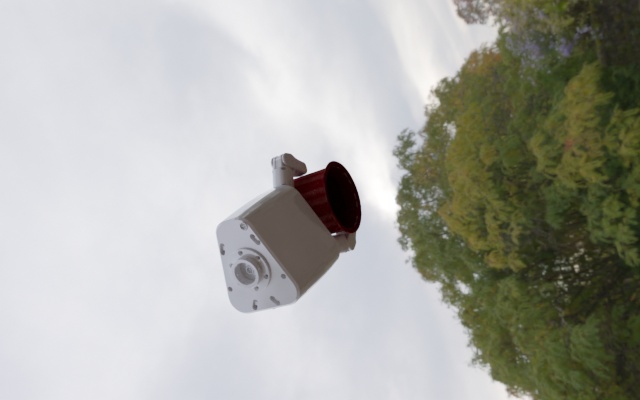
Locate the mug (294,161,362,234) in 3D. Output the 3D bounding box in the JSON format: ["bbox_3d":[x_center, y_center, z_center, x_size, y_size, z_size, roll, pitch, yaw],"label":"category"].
[{"bbox_3d":[0.000,0.002,0.621,0.081,0.093,0.117,-17,10,28],"label":"mug"}]
